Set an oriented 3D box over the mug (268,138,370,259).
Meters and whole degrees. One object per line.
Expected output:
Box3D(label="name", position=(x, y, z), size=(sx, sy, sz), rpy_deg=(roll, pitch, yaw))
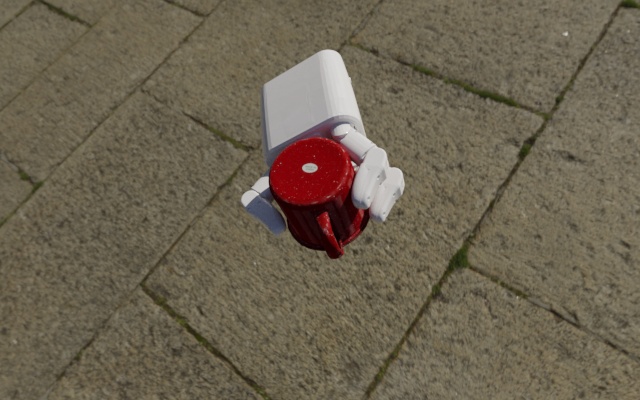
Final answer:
Box3D(label="mug", position=(0.000, 0.003, 0.468), size=(0.093, 0.117, 0.081), rpy_deg=(-16, -34, 8))
